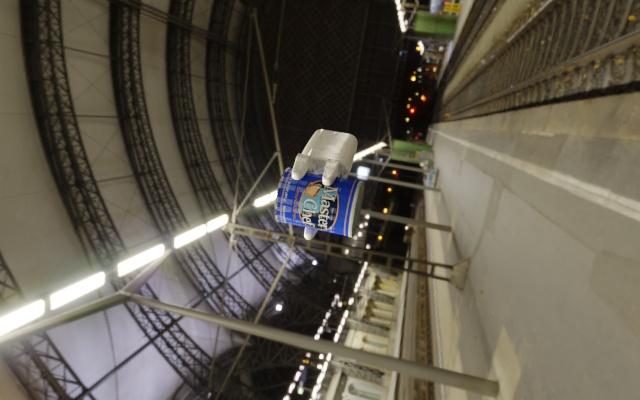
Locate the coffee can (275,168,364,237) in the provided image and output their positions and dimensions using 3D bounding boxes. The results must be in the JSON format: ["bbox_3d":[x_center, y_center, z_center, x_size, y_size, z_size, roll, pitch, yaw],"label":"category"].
[{"bbox_3d":[0.000,0.003,0.861,0.140,0.103,0.103,11,2,10],"label":"coffee can"}]
